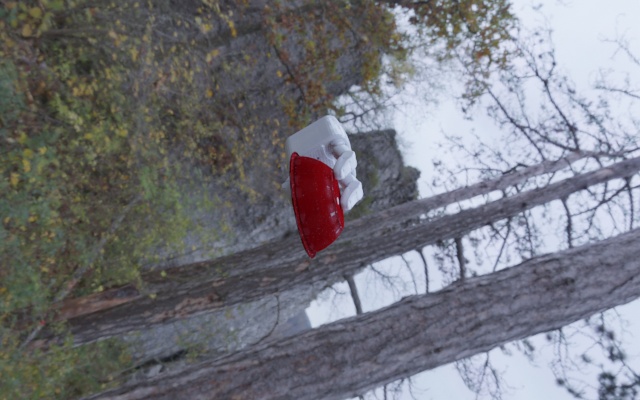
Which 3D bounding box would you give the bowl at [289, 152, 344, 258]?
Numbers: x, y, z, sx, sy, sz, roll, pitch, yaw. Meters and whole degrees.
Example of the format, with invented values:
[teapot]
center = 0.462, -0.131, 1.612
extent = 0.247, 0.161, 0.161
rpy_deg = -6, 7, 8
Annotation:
[bowl]
center = 0.001, 0.003, 0.711
extent = 0.055, 0.162, 0.162
rpy_deg = -9, -2, 8
